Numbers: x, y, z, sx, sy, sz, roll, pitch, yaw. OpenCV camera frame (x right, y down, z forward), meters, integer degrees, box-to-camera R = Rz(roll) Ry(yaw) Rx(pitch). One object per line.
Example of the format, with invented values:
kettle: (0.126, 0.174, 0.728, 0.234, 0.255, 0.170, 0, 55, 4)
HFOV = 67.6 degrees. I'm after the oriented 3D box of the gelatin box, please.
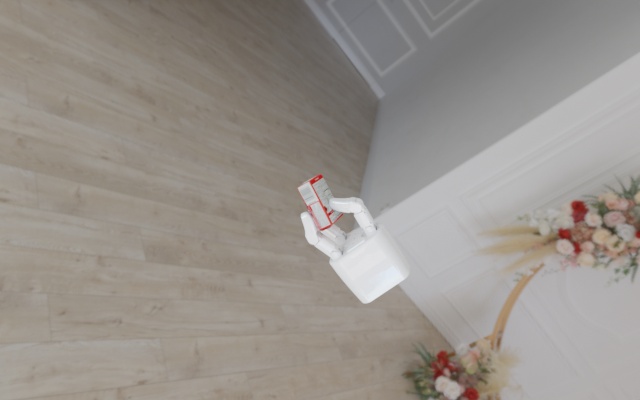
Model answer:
gelatin box: (0.000, 0.002, 0.853, 0.030, 0.089, 0.073, -26, 5, 21)
